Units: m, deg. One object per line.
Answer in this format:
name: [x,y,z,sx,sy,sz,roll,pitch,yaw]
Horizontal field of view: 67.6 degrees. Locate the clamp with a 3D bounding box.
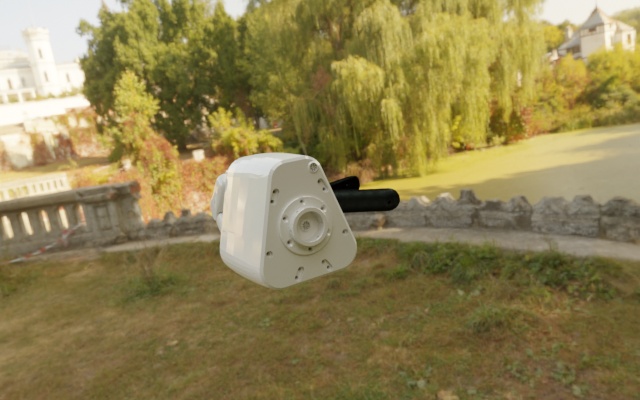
clamp: [0.000,0.001,0.540,0.171,0.039,0.120,-14,10,-26]
